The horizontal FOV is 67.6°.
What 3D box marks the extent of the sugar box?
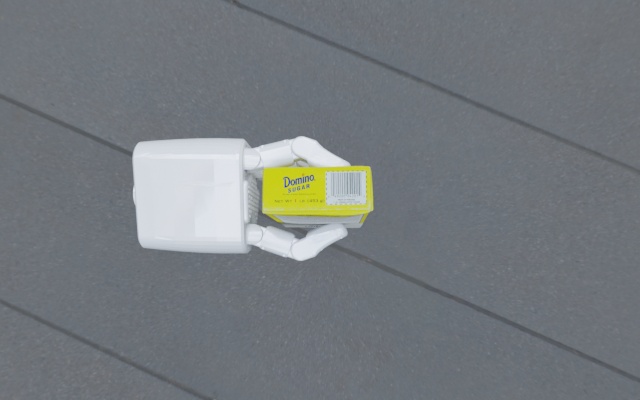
[{"bbox_3d":[0.000,0.001,0.480,0.093,0.048,0.176,0,-5,1],"label":"sugar box"}]
